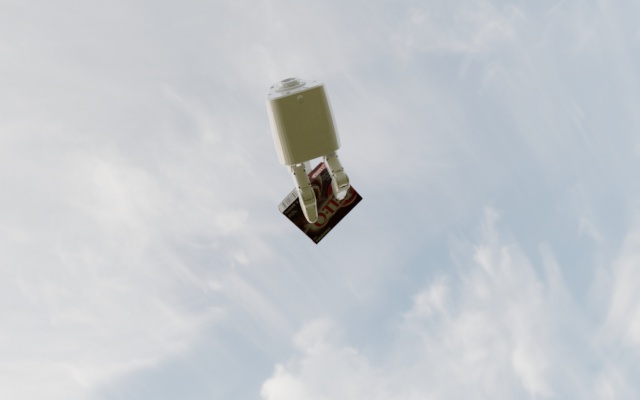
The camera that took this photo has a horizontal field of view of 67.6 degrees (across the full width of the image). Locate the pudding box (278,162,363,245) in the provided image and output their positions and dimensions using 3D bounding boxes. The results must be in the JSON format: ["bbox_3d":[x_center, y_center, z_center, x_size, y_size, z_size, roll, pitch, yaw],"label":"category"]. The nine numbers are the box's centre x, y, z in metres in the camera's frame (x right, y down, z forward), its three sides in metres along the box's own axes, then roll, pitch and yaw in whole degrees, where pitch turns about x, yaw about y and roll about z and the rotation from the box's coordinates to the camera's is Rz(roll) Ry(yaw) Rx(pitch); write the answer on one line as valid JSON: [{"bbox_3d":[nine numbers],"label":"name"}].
[{"bbox_3d":[0.000,0.002,0.784,0.090,0.113,0.039,45,3,-29],"label":"pudding box"}]
